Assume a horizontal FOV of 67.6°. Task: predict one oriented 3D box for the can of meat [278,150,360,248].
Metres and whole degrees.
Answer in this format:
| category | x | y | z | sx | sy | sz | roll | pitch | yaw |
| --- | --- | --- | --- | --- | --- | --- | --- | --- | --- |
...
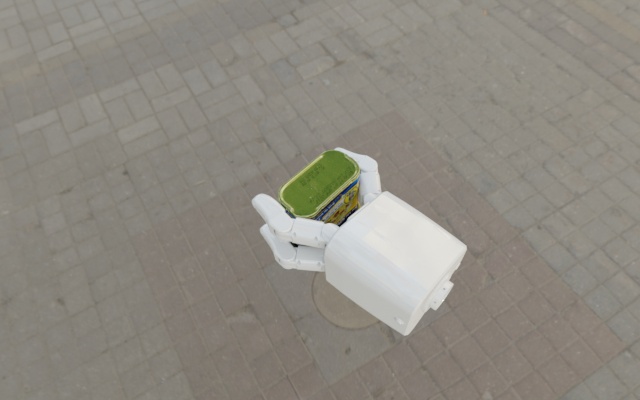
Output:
| category | x | y | z | sx | sy | sz | roll | pitch | yaw |
| --- | --- | --- | --- | --- | --- | --- | --- | --- | --- |
| can of meat | 0.000 | 0.002 | 0.546 | 0.057 | 0.102 | 0.084 | 38 | -24 | 23 |
